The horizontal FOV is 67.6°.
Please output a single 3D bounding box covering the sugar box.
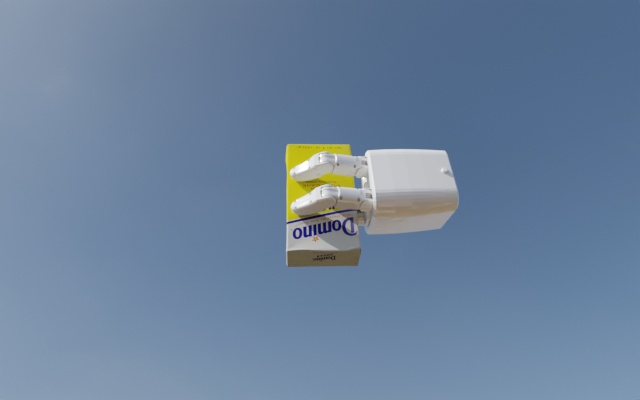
[{"bbox_3d":[0.000,0.002,0.636,0.093,0.176,0.048,-1,-39,-4],"label":"sugar box"}]
